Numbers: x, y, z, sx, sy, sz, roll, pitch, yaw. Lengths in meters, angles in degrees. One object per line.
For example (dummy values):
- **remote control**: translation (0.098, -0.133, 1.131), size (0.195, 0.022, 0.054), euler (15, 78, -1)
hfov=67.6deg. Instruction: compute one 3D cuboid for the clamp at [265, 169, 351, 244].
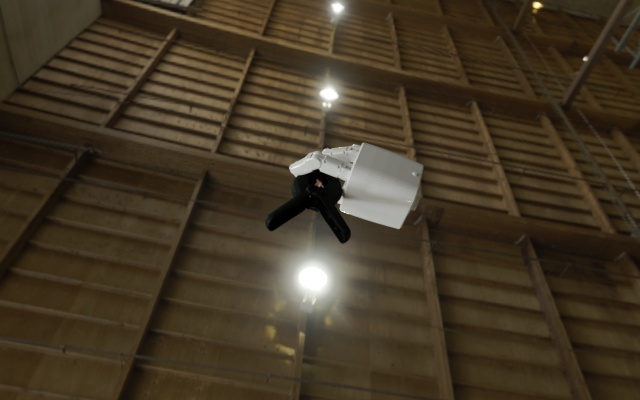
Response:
- **clamp**: translation (0.000, 0.003, 0.722), size (0.120, 0.039, 0.171), euler (20, 41, 5)
